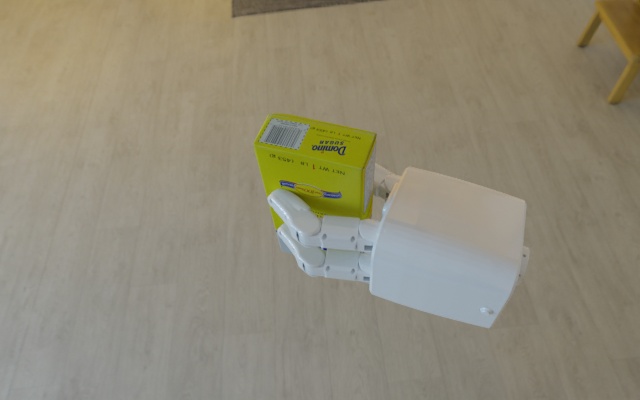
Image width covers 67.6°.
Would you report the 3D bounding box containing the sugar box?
[{"bbox_3d":[0.000,0.002,0.442,0.093,0.048,0.176,14,-34,14],"label":"sugar box"}]
